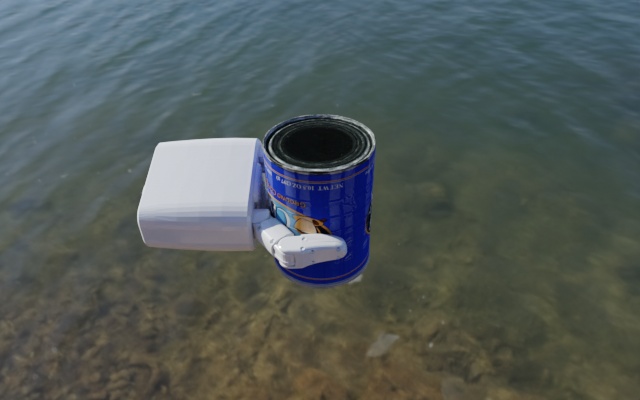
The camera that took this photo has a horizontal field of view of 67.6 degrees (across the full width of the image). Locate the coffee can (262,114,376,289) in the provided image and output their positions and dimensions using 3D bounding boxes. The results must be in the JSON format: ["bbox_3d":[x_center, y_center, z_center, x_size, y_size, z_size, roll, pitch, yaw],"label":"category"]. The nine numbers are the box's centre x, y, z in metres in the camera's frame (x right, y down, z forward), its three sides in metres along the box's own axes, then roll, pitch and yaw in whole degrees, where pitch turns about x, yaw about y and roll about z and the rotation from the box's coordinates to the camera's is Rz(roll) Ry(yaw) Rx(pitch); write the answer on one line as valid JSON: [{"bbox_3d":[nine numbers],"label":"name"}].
[{"bbox_3d":[0.000,0.002,0.470,0.103,0.140,0.102,-1,37,1],"label":"coffee can"}]
